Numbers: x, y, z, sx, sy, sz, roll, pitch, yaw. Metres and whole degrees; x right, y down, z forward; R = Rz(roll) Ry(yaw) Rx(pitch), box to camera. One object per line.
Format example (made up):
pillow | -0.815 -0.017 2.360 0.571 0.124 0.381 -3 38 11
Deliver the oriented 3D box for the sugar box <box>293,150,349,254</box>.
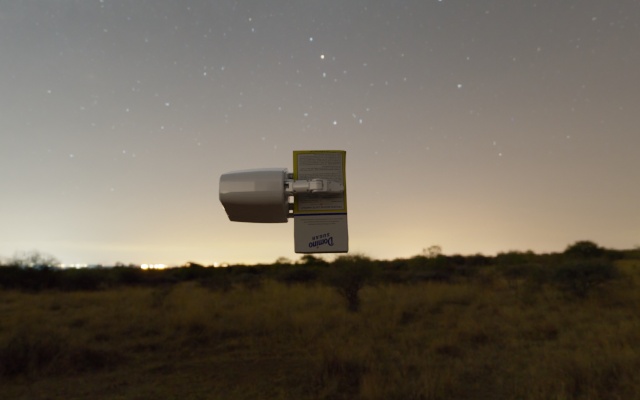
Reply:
sugar box | 0.000 0.003 0.819 0.093 0.176 0.048 -1 -8 1
